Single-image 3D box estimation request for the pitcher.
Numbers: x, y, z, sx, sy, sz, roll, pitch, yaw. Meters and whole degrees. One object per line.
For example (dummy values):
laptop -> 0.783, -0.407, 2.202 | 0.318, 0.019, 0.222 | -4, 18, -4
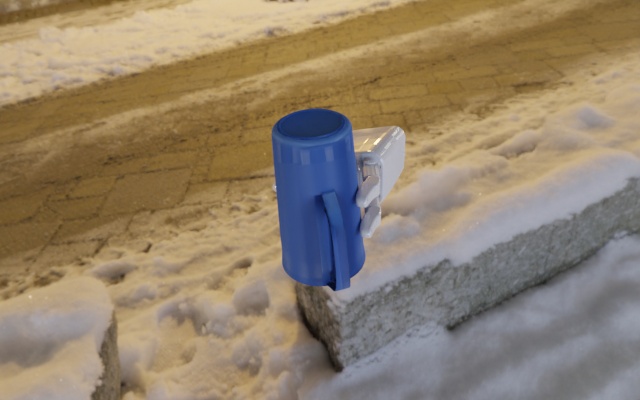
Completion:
pitcher -> 0.000, 0.002, 0.689 | 0.149, 0.243, 0.145 | 15, 40, 27
